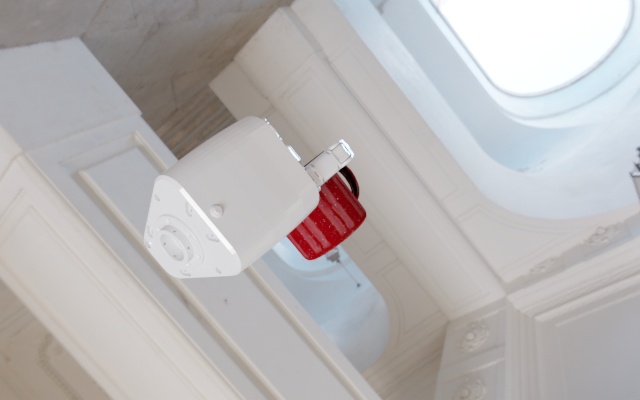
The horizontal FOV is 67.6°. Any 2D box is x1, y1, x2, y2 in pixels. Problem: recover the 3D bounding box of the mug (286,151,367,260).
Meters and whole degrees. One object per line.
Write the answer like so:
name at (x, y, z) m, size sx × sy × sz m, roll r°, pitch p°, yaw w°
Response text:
mug at (0.001, 0.001, 0.504) m, size 0.117 × 0.081 × 0.093 m, roll -42°, pitch 6°, yaw -41°
